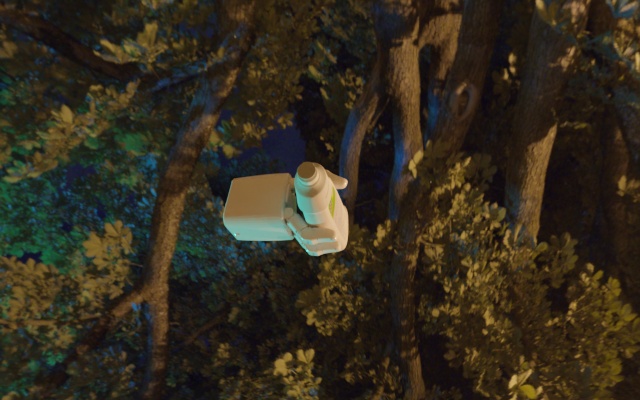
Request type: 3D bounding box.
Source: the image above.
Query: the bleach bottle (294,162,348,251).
[{"bbox_3d":[0.000,0.003,0.807,0.068,0.102,0.251,-4,-26,8],"label":"bleach bottle"}]
